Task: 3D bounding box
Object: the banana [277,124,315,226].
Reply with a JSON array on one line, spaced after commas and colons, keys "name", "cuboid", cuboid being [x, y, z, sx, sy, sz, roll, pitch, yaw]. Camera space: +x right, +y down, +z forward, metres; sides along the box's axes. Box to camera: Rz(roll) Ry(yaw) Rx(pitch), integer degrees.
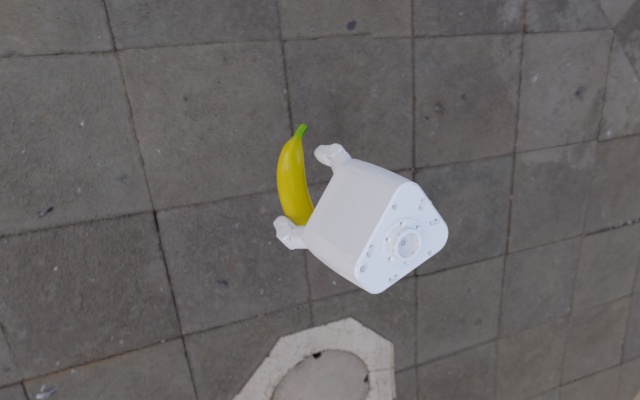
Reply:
[{"name": "banana", "cuboid": [-0.016, 0.006, 0.615, 0.069, 0.198, 0.037, -26, 24, -25]}]
